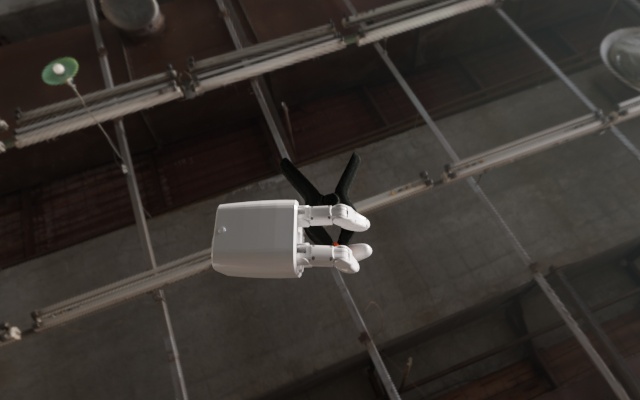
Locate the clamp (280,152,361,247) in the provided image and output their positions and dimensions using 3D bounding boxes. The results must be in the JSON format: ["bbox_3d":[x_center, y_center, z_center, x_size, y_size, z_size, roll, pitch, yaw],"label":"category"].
[{"bbox_3d":[0.000,0.003,0.678,0.120,0.171,0.039,-1,-31,1],"label":"clamp"}]
